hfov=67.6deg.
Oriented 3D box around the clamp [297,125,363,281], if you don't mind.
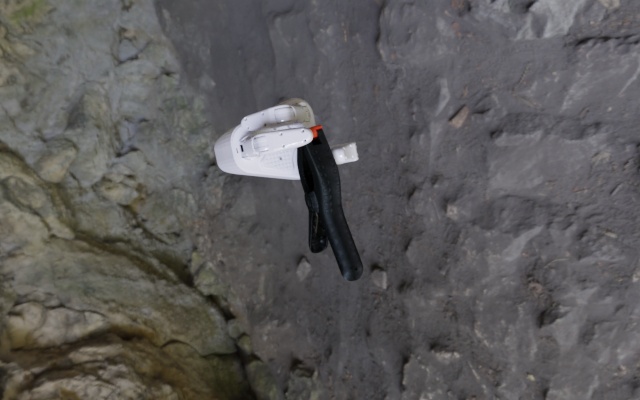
[{"bbox_3d":[0.000,0.002,0.550,0.039,0.171,0.120,-15,7,-25],"label":"clamp"}]
